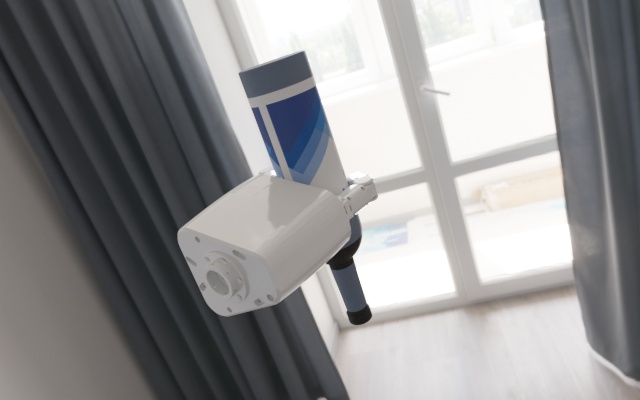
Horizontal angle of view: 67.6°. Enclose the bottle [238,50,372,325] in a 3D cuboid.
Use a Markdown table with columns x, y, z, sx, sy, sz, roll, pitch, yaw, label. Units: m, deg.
| x | y | z | sx | sy | sz | roll | pitch | yaw | label |
| --- | --- | --- | --- | --- | --- | --- | --- | --- | --- |
| 0.000 | 0.001 | 0.493 | 0.069 | 0.296 | 0.069 | -17 | 19 | 6 | bottle |
